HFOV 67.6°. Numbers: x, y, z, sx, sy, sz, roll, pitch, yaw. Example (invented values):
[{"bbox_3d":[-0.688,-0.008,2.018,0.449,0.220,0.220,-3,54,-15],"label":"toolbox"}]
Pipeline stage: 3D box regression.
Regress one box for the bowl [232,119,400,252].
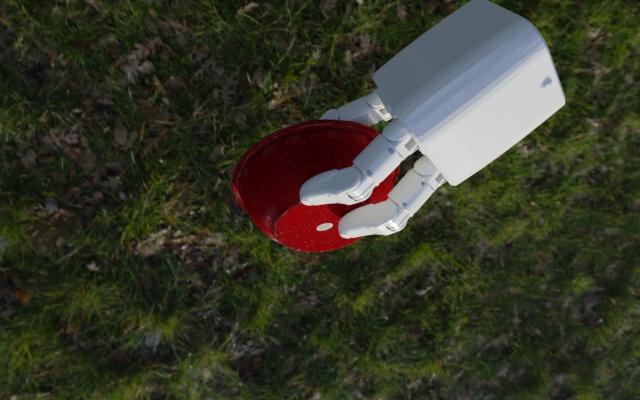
[{"bbox_3d":[-0.001,0.003,0.445,0.162,0.055,0.162,-7,-35,-5],"label":"bowl"}]
